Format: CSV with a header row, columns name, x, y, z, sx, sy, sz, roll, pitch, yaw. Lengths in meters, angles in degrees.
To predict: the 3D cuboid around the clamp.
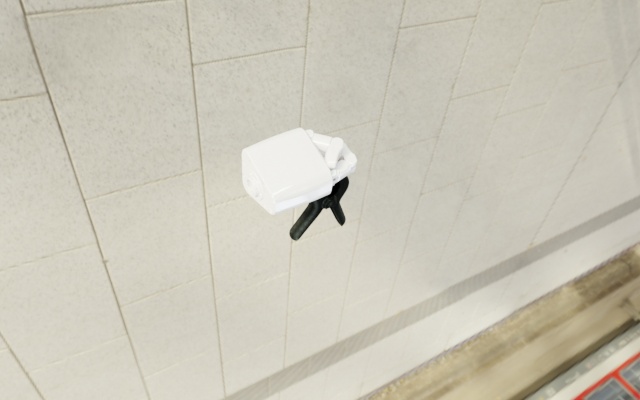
name,x,y,z,sx,sy,sz,roll,pitch,yaw
clamp,0.001,0.003,0.844,0.120,0.172,0.039,-27,51,-28
